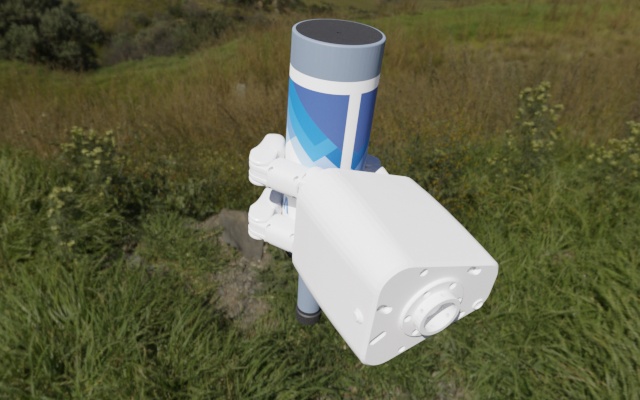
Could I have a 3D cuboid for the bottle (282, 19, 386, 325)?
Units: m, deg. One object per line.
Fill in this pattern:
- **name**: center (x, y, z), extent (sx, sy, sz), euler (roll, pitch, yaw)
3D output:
- **bottle**: center (0.000, 0.001, 0.420), extent (0.069, 0.296, 0.069), euler (4, 35, -3)
